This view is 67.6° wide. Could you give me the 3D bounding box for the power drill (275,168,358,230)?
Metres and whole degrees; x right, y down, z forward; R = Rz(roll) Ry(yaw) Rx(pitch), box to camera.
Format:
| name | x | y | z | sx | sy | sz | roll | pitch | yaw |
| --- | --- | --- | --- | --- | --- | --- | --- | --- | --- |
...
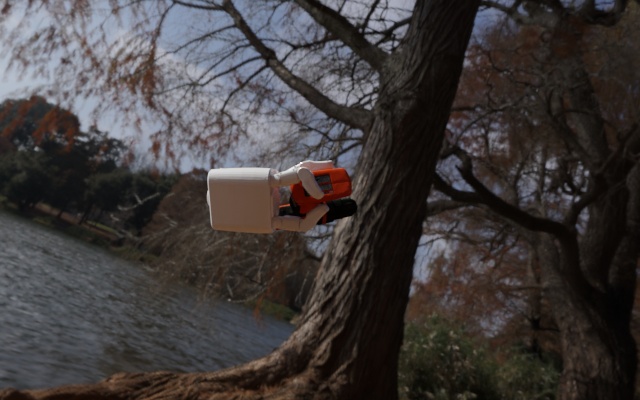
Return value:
| name | x | y | z | sx | sy | sz | roll | pitch | yaw |
| --- | --- | --- | --- | --- | --- | --- | --- | --- | --- |
| power drill | 0.000 | 0.003 | 0.895 | 0.184 | 0.057 | 0.188 | -10 | -18 | -15 |
